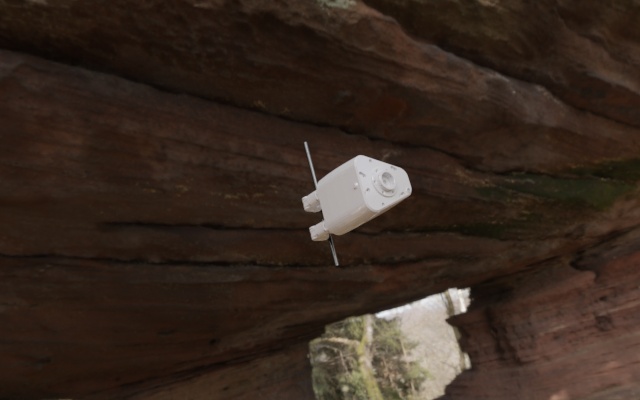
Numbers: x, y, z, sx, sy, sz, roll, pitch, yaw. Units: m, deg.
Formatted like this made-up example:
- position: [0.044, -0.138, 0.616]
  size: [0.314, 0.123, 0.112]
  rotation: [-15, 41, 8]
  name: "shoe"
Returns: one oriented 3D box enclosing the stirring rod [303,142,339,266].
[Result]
- position: [0.000, 0.003, 0.876]
  size: [0.011, 0.239, 0.011]
  rotation: [-14, -15, -4]
  name: "stirring rod"
